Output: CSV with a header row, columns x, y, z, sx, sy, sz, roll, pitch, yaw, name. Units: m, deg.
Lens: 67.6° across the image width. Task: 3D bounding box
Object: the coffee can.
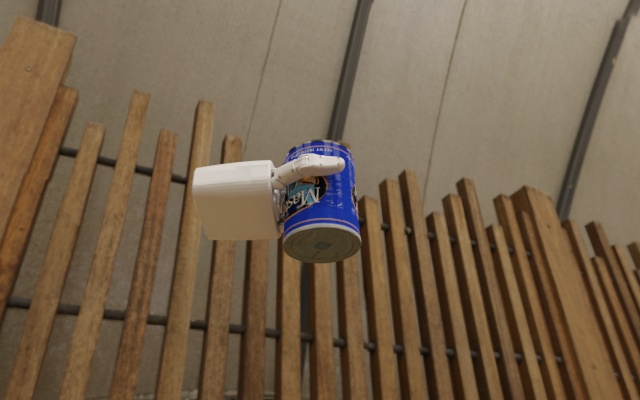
x,y,z,sx,sy,sz,roll,pitch,yaw,name
0.000,0.002,0.660,0.103,0.140,0.103,-1,-33,-1,coffee can
